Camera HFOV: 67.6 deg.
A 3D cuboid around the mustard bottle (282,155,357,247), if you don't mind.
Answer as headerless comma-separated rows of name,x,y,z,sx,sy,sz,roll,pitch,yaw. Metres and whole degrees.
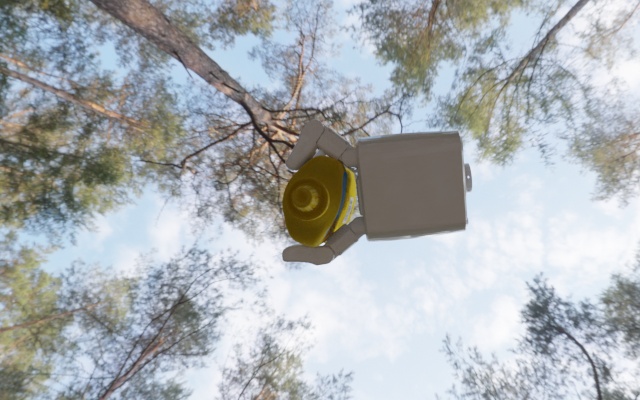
mustard bottle,0.000,0.002,0.518,0.058,0.096,0.191,19,1,9
